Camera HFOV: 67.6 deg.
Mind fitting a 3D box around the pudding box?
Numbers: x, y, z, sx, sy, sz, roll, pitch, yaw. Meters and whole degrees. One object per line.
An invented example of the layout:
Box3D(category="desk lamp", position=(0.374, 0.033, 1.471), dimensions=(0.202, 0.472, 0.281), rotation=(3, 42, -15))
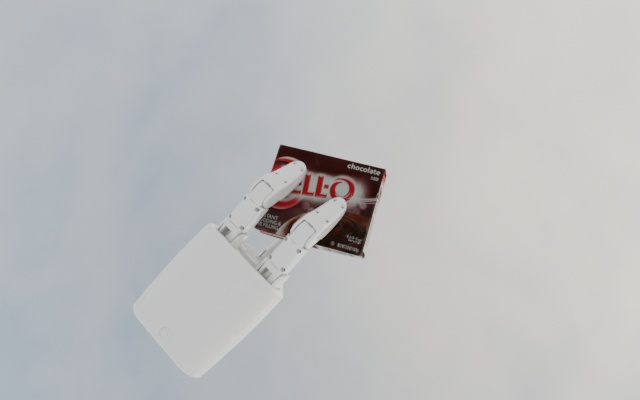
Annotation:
Box3D(category="pudding box", position=(0.000, 0.002, 0.475), dimensions=(0.113, 0.090, 0.039), rotation=(15, -12, 10))
